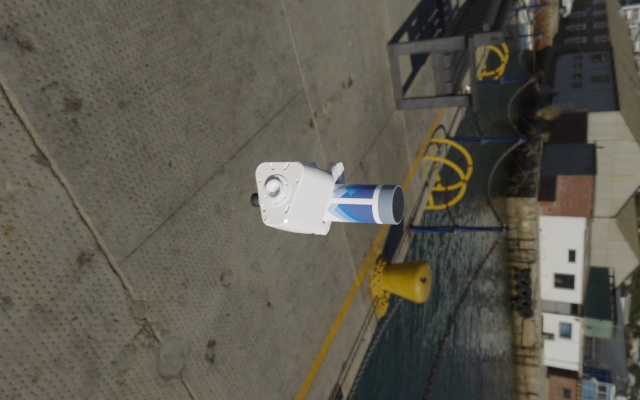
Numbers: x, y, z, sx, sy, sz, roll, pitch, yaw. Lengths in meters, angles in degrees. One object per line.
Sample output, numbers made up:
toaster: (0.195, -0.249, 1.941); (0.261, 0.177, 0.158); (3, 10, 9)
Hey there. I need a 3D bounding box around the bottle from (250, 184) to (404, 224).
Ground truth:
bottle: (0.000, 0.003, 0.867); (0.295, 0.069, 0.069); (2, 1, 28)
